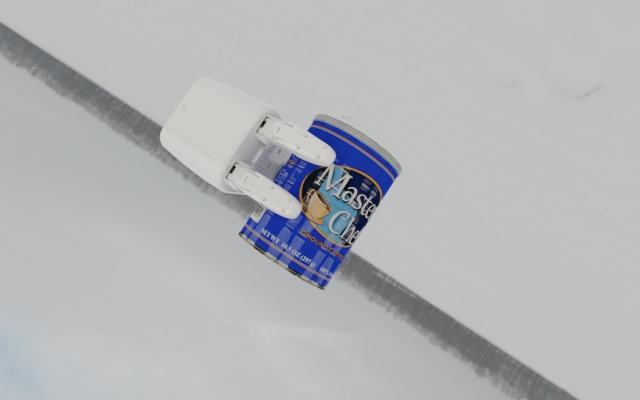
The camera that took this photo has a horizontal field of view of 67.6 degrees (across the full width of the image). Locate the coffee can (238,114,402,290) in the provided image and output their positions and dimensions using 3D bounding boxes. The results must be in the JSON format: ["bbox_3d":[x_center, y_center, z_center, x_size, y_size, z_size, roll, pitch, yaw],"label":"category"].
[{"bbox_3d":[0.000,0.002,0.474,0.103,0.140,0.103,33,-3,2],"label":"coffee can"}]
